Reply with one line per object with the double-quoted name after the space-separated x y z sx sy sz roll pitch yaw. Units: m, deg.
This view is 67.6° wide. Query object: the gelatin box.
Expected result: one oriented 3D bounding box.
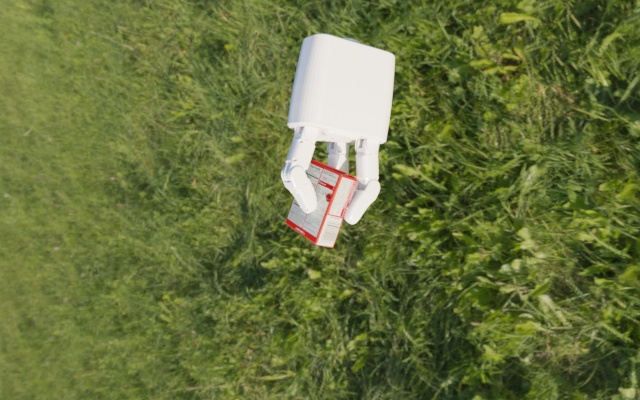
0.000 0.002 0.573 0.030 0.089 0.073 15 8 -38 "gelatin box"
